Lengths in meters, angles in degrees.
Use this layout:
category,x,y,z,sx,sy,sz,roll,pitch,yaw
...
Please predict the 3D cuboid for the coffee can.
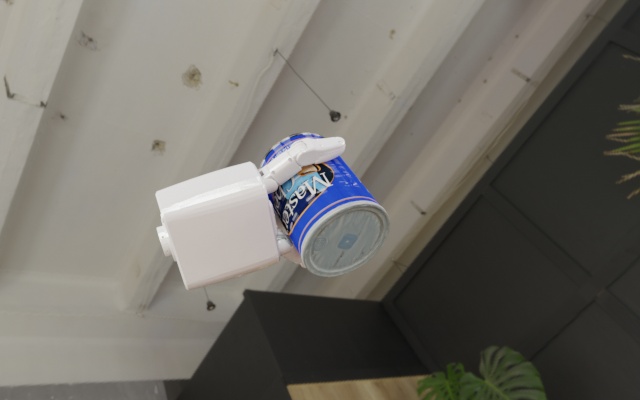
category,x,y,z,sx,sy,sz,roll,pitch,yaw
coffee can,0.000,0.002,0.546,0.103,0.103,0.140,0,38,-32
